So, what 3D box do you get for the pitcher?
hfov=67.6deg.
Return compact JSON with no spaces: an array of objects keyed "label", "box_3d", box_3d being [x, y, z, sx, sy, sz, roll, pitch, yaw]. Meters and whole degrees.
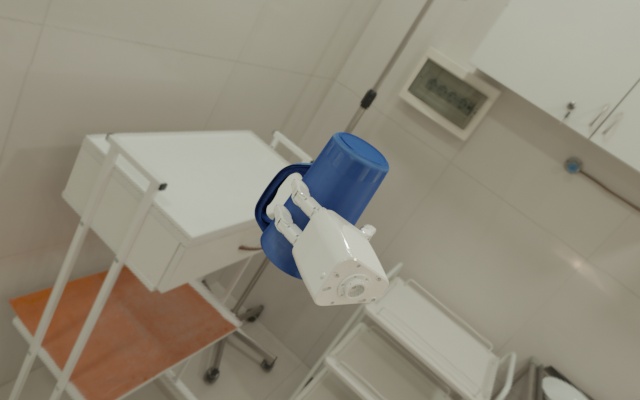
[{"label":"pitcher","box_3d":[0.000,0.003,0.814,0.149,0.243,0.145,19,26,-30]}]
